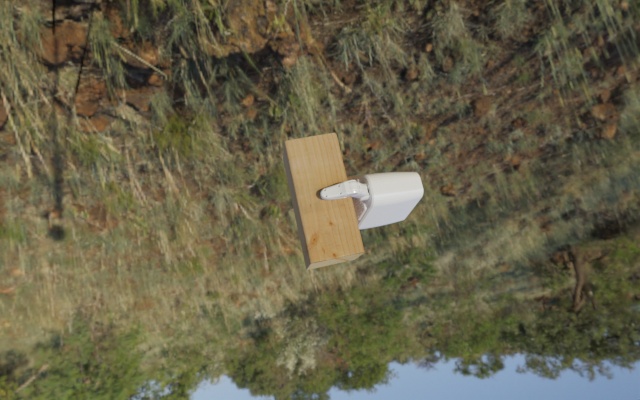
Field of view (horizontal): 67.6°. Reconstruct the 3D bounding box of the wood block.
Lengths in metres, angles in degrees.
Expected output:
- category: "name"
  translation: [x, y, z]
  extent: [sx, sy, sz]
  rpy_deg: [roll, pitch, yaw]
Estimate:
- category: "wood block"
  translation: [0.001, 0.003, 0.806]
  extent: [0.090, 0.206, 0.091]
  rpy_deg: [-11, -13, -10]
